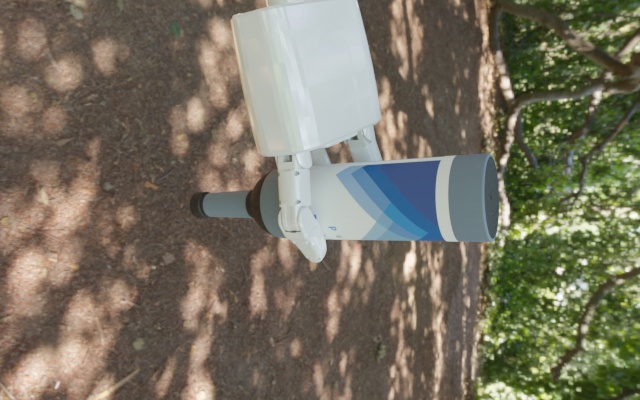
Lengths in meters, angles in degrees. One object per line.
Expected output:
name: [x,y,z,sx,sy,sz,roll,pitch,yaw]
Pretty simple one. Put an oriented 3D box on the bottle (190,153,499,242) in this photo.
bottle: [0.000,0.001,0.429,0.296,0.069,0.069,-2,-1,29]
